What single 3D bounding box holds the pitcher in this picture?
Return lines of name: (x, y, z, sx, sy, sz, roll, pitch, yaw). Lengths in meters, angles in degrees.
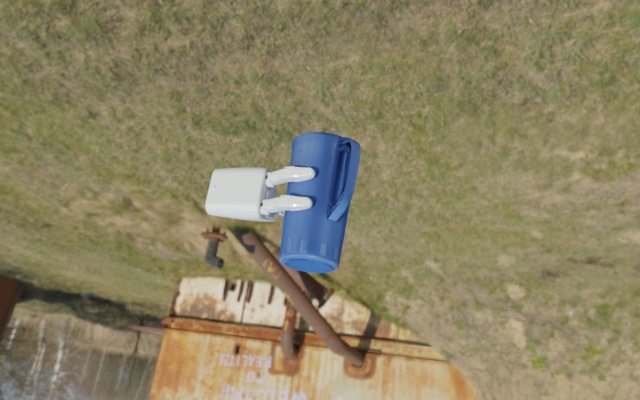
pitcher: (0.000, 0.003, 0.879, 0.145, 0.242, 0.149, 3, -21, 12)
